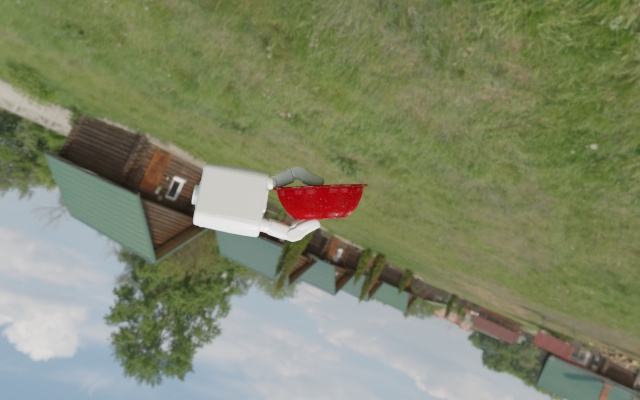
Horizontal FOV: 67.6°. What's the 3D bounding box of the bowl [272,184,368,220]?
[{"bbox_3d":[0.001,0.003,0.809,0.162,0.055,0.162,-3,0,0],"label":"bowl"}]
